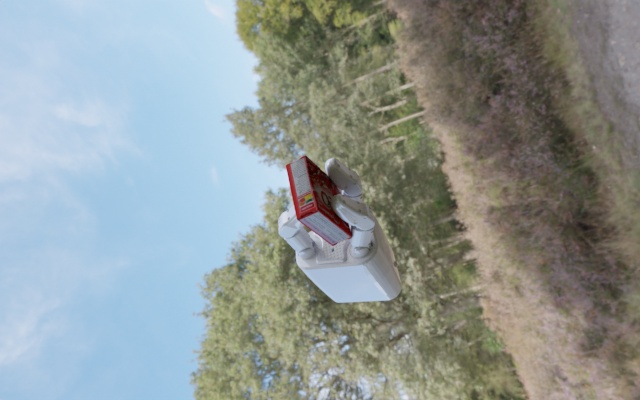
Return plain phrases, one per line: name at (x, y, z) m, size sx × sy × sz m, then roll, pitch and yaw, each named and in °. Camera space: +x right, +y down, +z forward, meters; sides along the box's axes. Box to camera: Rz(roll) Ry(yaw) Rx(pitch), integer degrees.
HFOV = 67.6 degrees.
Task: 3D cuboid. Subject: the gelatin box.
gelatin box at (0.000, 0.002, 0.540) m, size 0.030 × 0.073 × 0.089 m, roll -25°, pitch -33°, yaw 18°
